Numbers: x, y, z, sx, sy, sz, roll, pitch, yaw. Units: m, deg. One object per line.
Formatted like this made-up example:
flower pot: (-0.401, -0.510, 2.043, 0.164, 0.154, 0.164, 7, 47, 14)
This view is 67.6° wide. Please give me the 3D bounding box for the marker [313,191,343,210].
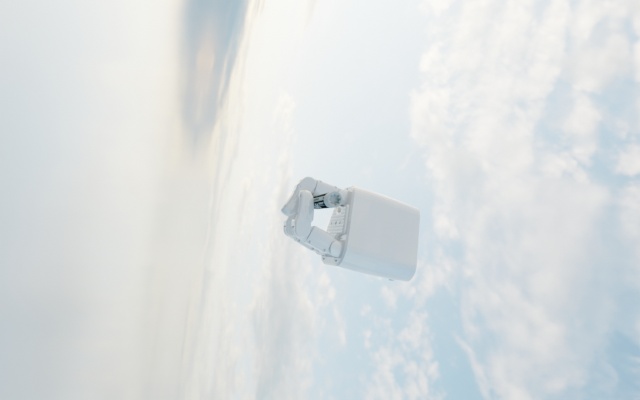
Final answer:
marker: (0.000, 0.002, 0.600, 0.020, 0.020, 0.121, 0, -3, -16)
